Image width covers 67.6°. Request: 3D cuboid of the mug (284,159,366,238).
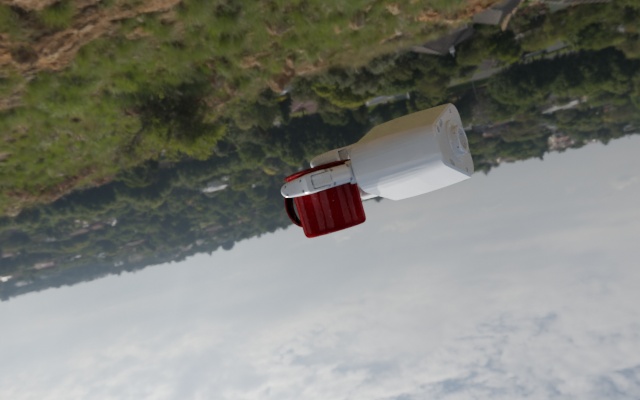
[{"bbox_3d":[-0.001,0.003,0.614,0.117,0.081,0.093,-17,-2,36],"label":"mug"}]
